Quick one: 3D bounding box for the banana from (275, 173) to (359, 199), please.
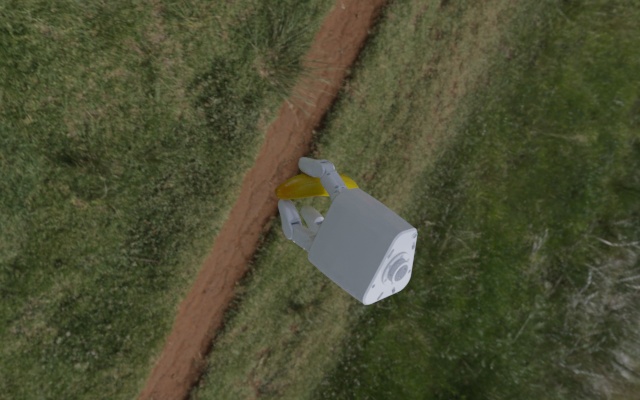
[{"bbox_3d":[0.012,-0.013,0.724,0.037,0.069,0.198,39,11,35],"label":"banana"}]
